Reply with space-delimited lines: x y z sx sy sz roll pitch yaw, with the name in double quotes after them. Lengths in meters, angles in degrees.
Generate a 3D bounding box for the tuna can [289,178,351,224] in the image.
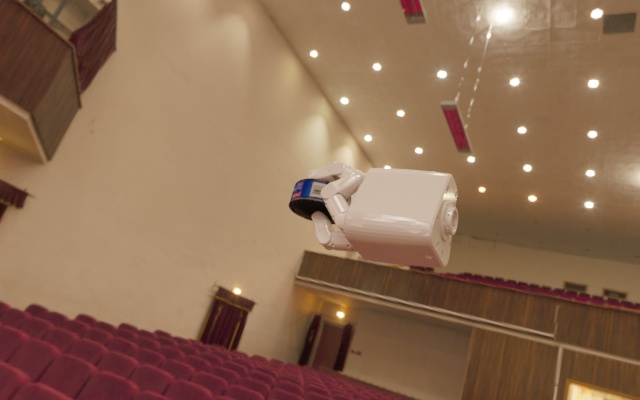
0.000 0.002 0.678 0.086 0.033 0.086 12 -22 5 "tuna can"
